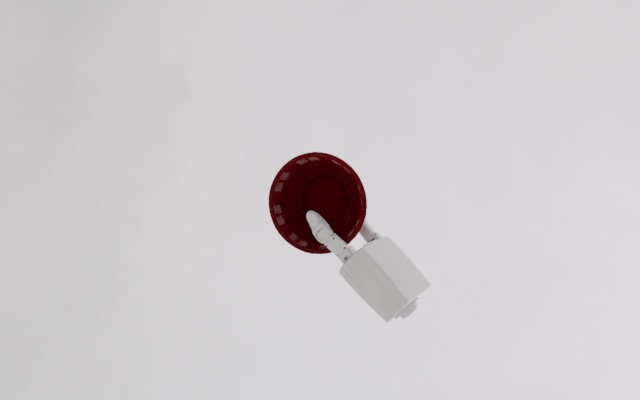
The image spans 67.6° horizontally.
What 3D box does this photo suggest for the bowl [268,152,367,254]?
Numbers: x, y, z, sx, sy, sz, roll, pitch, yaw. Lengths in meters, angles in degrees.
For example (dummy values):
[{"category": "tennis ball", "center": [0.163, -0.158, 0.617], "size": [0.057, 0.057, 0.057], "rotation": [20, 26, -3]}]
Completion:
[{"category": "bowl", "center": [0.000, 0.001, 0.773], "size": [0.162, 0.162, 0.055], "rotation": [0, 6, 16]}]
